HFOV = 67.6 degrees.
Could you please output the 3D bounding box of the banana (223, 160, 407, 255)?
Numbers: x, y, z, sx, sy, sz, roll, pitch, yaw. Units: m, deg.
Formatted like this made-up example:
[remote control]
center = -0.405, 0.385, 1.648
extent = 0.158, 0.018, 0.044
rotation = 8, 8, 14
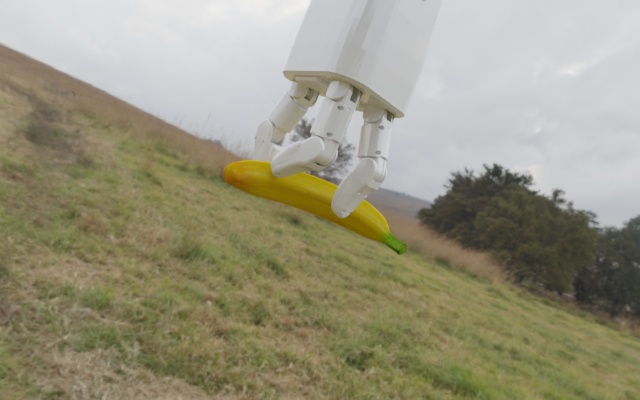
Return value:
[banana]
center = -0.004, -0.002, 0.454
extent = 0.198, 0.037, 0.069
rotation = 22, 5, -26
